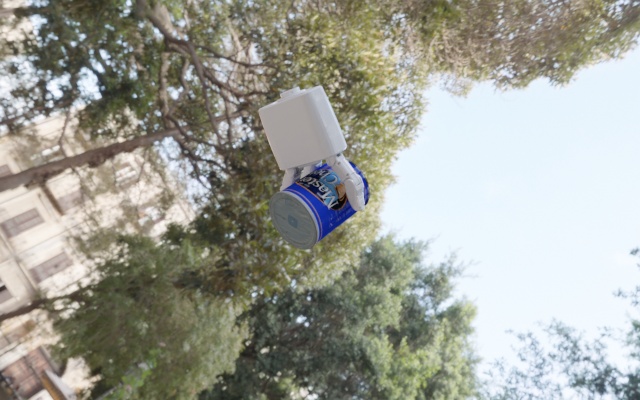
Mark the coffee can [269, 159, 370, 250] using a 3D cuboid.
[{"bbox_3d":[0.000,0.003,0.792,0.103,0.103,0.140,0,26,46],"label":"coffee can"}]
